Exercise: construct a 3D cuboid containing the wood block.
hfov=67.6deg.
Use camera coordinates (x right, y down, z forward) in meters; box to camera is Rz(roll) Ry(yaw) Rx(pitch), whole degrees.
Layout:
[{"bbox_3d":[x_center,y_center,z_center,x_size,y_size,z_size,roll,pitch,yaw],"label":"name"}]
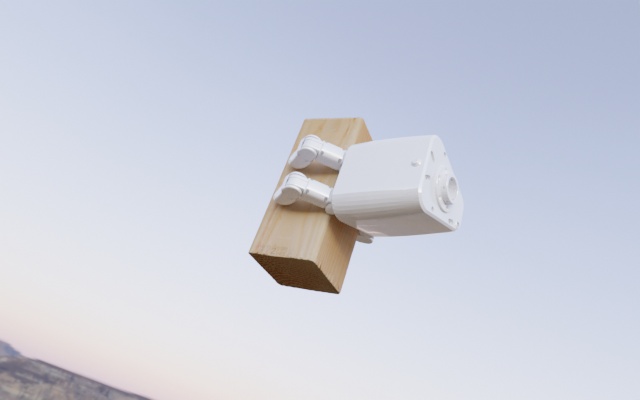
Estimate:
[{"bbox_3d":[0.001,0.002,0.607,0.090,0.206,0.091,3,-33,28],"label":"wood block"}]
